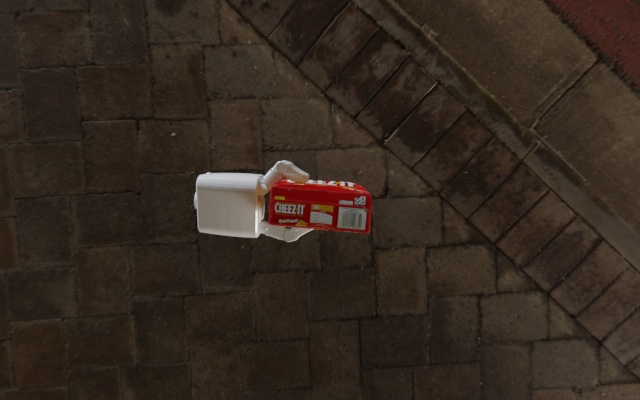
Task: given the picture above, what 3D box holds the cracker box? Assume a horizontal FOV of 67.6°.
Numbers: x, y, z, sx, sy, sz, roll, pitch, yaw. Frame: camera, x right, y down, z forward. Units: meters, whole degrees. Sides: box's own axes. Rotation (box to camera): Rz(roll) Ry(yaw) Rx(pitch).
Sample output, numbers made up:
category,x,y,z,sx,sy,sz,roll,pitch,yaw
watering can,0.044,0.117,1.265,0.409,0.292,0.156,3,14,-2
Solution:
category,x,y,z,sx,sy,sz,roll,pitch,yaw
cracker box,0.000,0.003,0.857,0.164,0.072,0.213,4,6,0
